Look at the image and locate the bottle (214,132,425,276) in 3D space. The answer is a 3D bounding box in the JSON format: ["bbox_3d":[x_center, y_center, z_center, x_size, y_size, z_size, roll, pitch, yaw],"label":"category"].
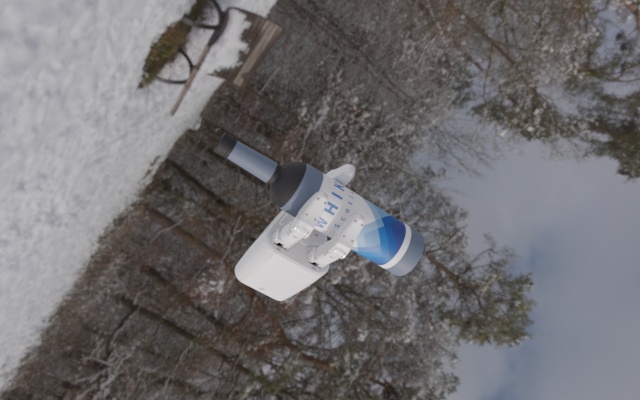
[{"bbox_3d":[0.000,0.002,0.612,0.296,0.069,0.069,31,-10,-17],"label":"bottle"}]
